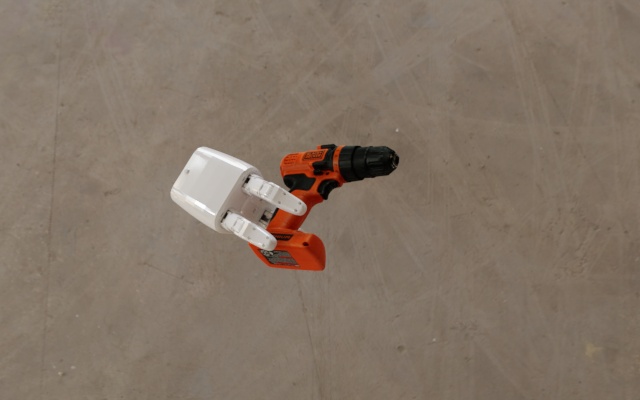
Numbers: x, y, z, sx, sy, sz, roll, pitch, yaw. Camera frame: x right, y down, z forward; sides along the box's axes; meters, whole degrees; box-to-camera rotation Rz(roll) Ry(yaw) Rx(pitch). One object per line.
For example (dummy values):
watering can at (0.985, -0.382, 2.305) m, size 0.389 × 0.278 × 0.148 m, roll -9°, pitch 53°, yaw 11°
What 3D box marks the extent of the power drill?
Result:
power drill at (0.000, 0.002, 0.633) m, size 0.184 × 0.187 × 0.057 m, roll -3°, pitch -44°, yaw 36°
